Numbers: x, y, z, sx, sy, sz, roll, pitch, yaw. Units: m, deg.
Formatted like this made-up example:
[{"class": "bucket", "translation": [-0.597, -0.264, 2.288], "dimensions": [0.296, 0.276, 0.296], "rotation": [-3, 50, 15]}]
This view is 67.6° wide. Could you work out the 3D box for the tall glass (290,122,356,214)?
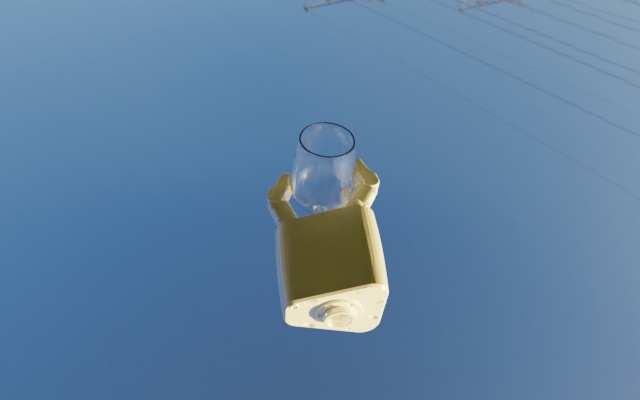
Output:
[{"class": "tall glass", "translation": [0.000, 0.002, 0.592], "dimensions": [0.079, 0.079, 0.201], "rotation": [0, -44, -6]}]
